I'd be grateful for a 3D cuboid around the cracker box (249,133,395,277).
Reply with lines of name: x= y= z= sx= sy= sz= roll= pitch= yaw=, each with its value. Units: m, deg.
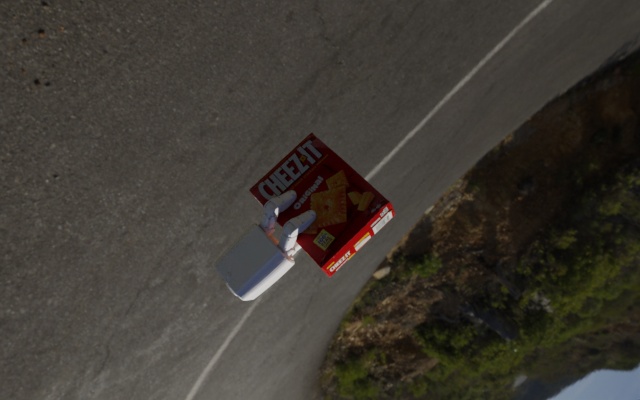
cracker box: x=0.000 y=0.003 z=0.859 sx=0.213 sy=0.164 sz=0.072 roll=45 pitch=-6 yaw=26
